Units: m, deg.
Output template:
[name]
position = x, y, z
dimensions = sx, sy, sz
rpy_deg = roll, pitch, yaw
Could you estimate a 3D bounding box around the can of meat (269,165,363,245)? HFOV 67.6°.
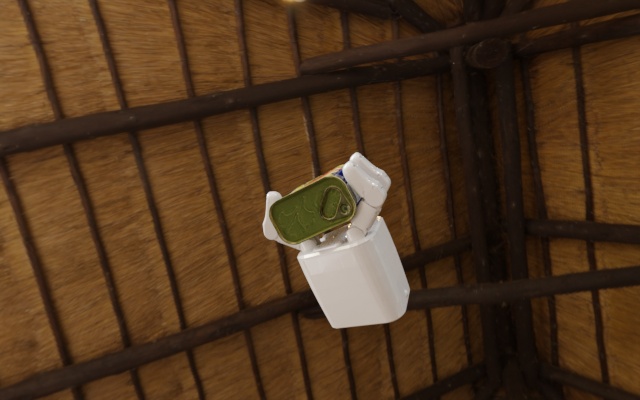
[can of meat]
position = 0.000, 0.002, 0.579
dimensions = 0.102, 0.057, 0.084
rpy_deg = -26, 7, 21
